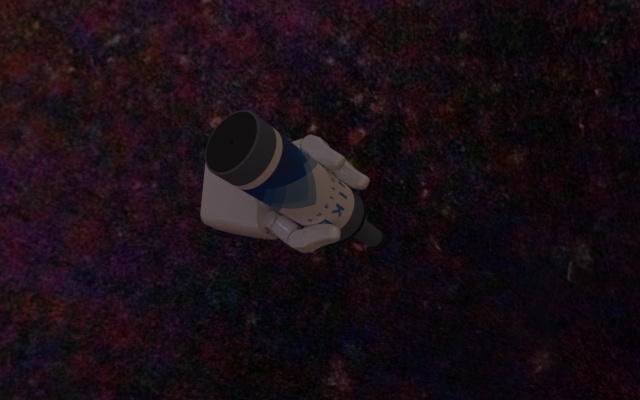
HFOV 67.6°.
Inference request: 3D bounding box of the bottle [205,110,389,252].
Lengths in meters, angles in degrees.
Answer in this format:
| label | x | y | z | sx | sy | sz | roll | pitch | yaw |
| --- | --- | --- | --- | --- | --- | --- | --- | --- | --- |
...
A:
| label | x | y | z | sx | sy | sz | roll | pitch | yaw |
| --- | --- | --- | --- | --- | --- | --- | --- | --- | --- |
| bottle | 0.000 | 0.002 | 0.541 | 0.069 | 0.069 | 0.296 | 0 | -22 | 36 |
